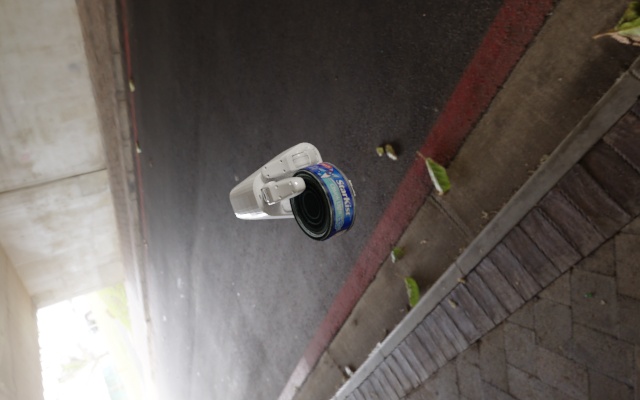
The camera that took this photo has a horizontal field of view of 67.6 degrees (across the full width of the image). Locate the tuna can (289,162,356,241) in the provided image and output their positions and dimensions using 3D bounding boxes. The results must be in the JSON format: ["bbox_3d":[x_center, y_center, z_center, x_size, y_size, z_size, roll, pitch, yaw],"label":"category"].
[{"bbox_3d":[0.000,0.002,0.539,0.033,0.086,0.086,-18,10,-33],"label":"tuna can"}]
